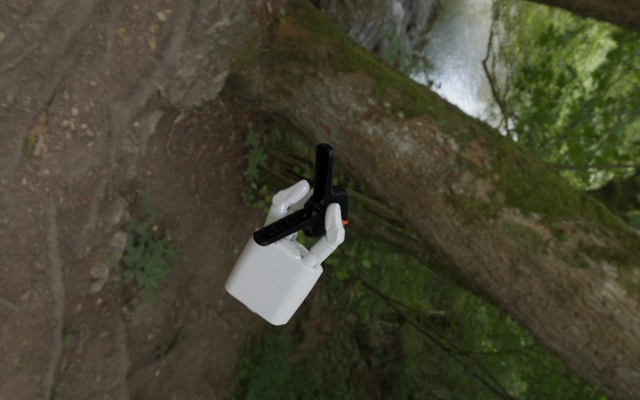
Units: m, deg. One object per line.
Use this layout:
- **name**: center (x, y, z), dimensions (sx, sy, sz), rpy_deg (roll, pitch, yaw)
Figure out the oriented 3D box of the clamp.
- **clamp**: center (0.001, 0.003, 0.717), dimensions (0.036, 0.164, 0.210), rpy_deg (39, 11, 25)
